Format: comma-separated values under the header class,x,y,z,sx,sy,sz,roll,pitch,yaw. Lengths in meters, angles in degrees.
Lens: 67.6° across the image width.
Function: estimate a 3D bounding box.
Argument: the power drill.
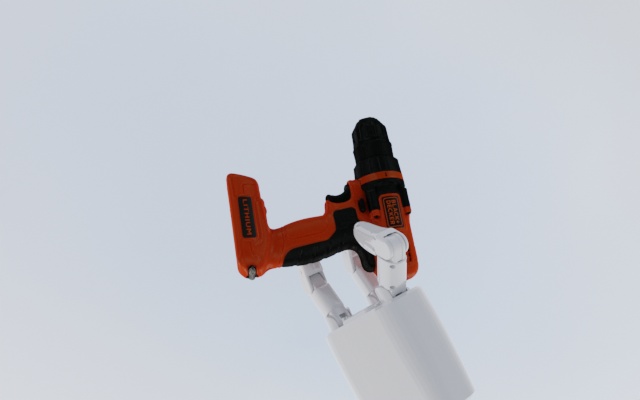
class,x,y,z,sx,sy,sz,roll,pitch,yaw
power drill,0.000,0.002,0.495,0.187,0.184,0.057,-7,-20,-10
